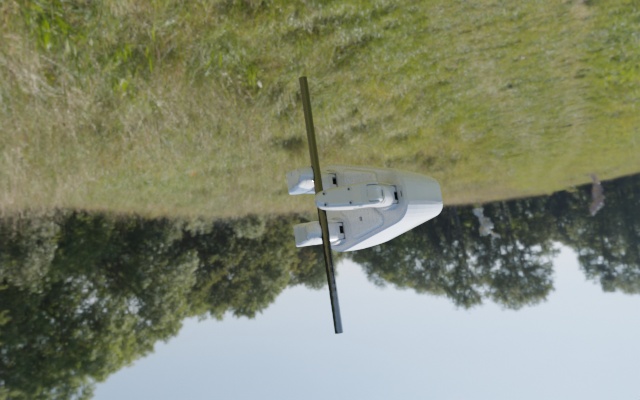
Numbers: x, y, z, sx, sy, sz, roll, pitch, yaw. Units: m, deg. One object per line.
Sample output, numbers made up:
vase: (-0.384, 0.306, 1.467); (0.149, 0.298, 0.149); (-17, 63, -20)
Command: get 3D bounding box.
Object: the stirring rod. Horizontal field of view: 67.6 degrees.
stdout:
stirring rod: (0.000, 0.001, 0.444); (0.011, 0.239, 0.011); (-8, -6, -1)
